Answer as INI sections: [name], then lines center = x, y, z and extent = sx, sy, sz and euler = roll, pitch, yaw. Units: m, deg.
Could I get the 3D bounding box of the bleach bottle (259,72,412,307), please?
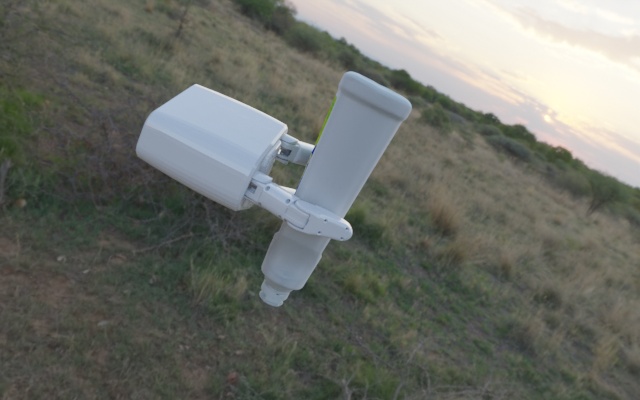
[bleach bottle]
center = 0.000, 0.002, 0.474
extent = 0.068, 0.251, 0.102
euler = 27, 17, -1
